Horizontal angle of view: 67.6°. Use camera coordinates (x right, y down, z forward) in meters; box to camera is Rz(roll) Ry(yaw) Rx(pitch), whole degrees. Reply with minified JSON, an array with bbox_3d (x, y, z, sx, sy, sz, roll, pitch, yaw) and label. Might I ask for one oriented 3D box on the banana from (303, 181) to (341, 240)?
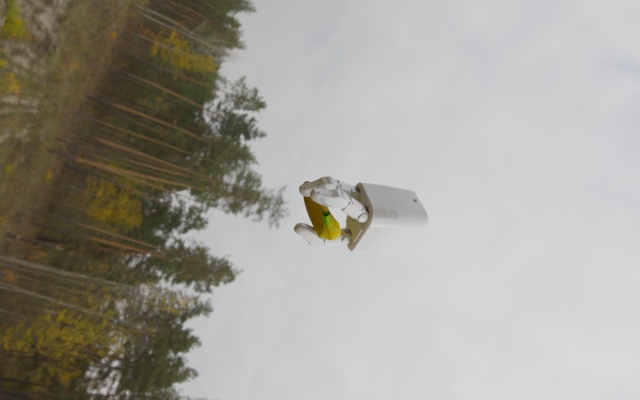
[{"bbox_3d":[0.003,0.021,0.797,0.037,0.070,0.197,-9,18,-10],"label":"banana"}]
